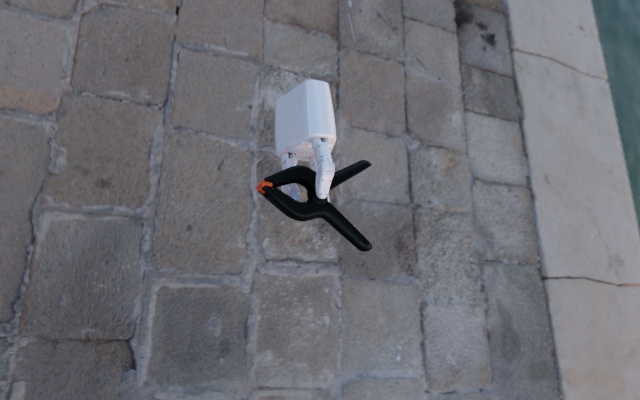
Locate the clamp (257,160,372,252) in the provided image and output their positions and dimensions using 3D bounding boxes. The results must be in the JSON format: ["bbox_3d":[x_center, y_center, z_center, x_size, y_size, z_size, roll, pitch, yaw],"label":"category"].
[{"bbox_3d":[0.000,0.002,0.787,0.210,0.164,0.036,3,-20,-25],"label":"clamp"}]
